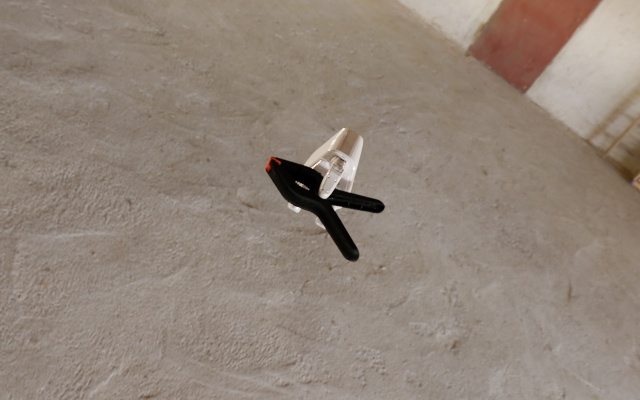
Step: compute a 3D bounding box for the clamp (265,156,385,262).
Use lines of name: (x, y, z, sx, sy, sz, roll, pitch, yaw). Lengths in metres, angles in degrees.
clamp: (0.000, 0.002, 0.760, 0.210, 0.036, 0.164, 30, 35, -3)
